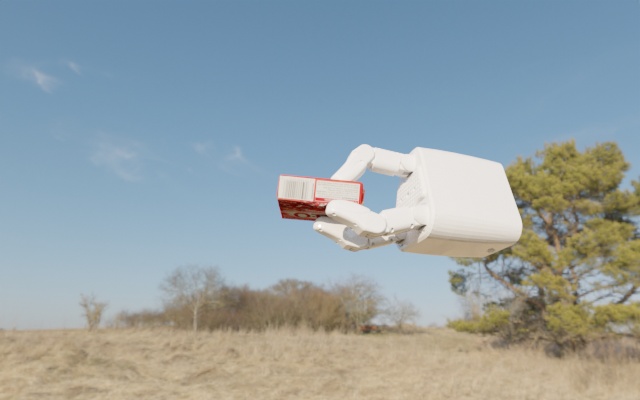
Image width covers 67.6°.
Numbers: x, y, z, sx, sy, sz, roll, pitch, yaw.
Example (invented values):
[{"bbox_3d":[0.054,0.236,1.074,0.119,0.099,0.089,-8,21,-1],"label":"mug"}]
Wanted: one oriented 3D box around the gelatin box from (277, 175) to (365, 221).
[{"bbox_3d":[0.000,0.001,0.517,0.089,0.030,0.073,6,-18,1],"label":"gelatin box"}]
